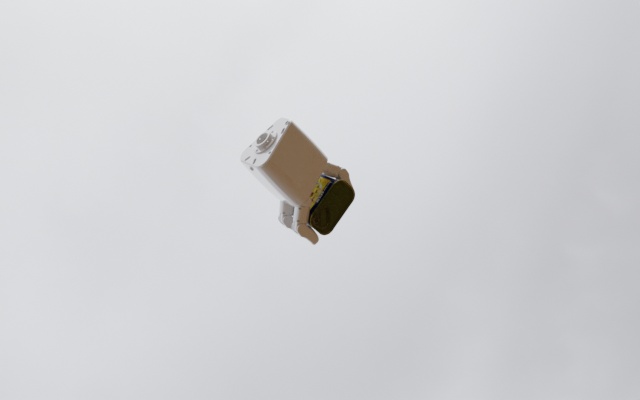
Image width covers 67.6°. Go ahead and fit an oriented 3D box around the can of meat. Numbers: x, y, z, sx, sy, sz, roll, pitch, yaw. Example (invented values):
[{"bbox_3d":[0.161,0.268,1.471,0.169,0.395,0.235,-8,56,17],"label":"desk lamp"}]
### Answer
[{"bbox_3d":[0.000,0.003,0.873,0.057,0.102,0.084,41,-10,-36],"label":"can of meat"}]
